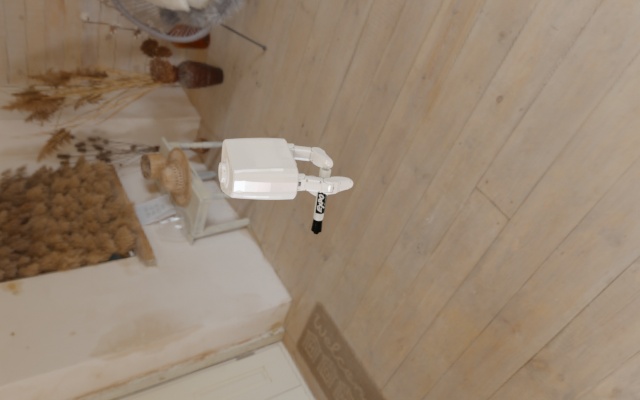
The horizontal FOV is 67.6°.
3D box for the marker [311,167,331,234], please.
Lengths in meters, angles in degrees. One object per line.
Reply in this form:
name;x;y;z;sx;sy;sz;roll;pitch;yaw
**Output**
marker;0.000;0.003;0.814;0.020;0.121;0.020;7;24;-3
